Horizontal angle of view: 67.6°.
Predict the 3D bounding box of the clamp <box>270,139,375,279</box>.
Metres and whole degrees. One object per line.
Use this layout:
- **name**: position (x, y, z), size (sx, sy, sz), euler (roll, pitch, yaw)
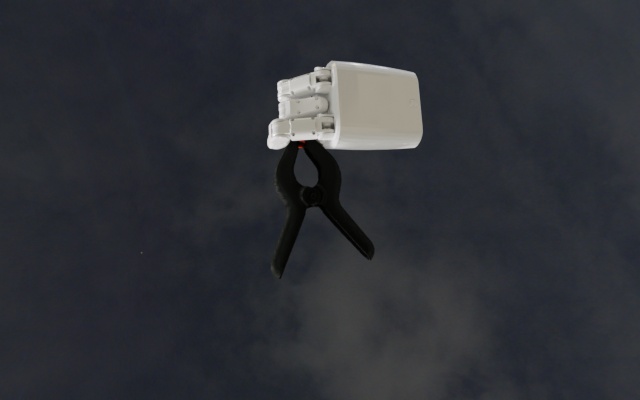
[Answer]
- **clamp**: position (0.000, 0.002, 0.553), size (0.120, 0.171, 0.039), euler (-1, -5, -15)
